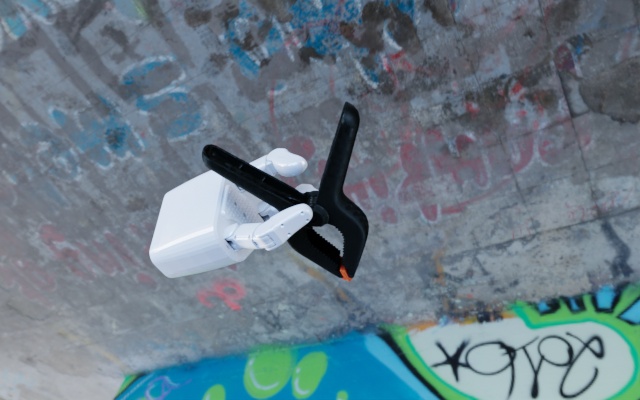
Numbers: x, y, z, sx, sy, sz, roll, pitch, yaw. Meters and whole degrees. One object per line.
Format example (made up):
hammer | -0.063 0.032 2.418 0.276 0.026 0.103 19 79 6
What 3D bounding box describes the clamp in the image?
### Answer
clamp | 0.000 0.003 0.489 0.164 0.210 0.036 -19 33 27
